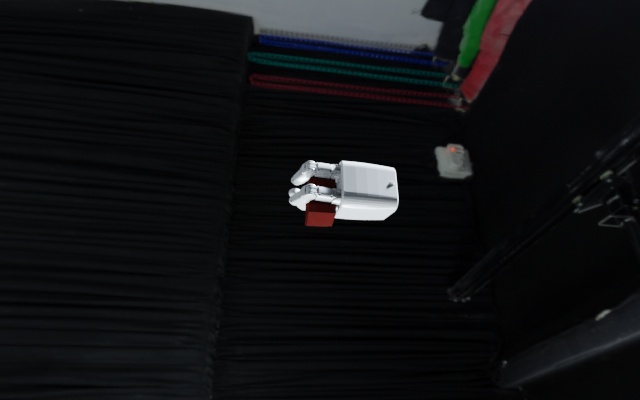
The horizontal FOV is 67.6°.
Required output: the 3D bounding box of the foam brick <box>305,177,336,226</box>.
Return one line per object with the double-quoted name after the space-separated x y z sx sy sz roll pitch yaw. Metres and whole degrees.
0.000 0.003 0.890 0.051 0.078 0.053 5 -31 -8 "foam brick"
